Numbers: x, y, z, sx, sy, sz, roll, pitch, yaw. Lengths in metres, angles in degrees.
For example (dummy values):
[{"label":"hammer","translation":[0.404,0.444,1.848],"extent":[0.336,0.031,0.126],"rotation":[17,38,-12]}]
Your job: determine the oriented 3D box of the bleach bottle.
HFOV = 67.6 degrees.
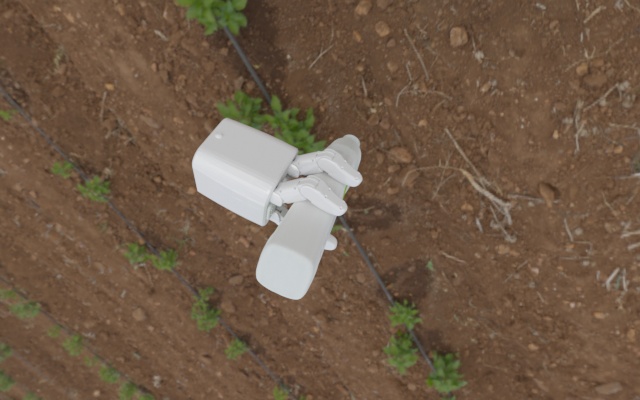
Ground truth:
[{"label":"bleach bottle","translation":[0.000,0.002,0.638],"extent":[0.068,0.250,0.103],"rotation":[25,-41,3]}]
